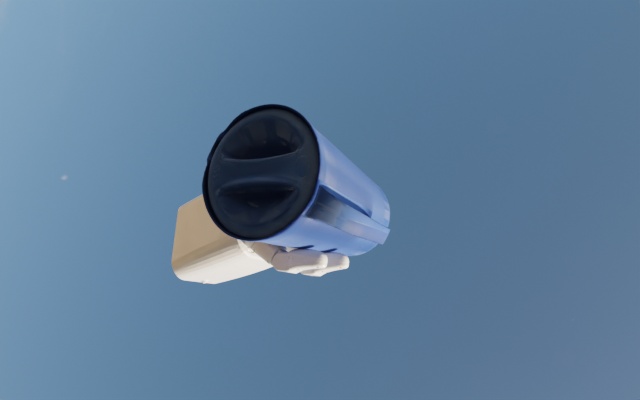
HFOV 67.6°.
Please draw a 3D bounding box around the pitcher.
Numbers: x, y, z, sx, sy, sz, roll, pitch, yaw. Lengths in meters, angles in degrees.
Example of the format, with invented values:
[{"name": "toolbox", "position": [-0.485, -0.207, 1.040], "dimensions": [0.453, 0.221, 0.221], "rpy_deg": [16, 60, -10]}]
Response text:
[{"name": "pitcher", "position": [0.000, 0.002, 0.540], "dimensions": [0.145, 0.149, 0.243], "rpy_deg": [-23, -22, 21]}]
